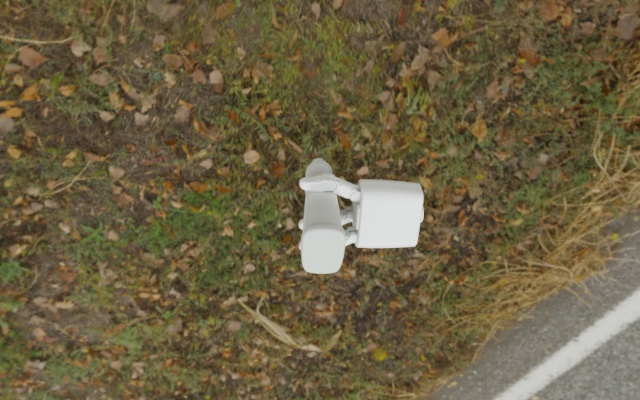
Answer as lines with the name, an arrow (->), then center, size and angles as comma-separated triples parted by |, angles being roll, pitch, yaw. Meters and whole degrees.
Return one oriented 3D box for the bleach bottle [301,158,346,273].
bleach bottle -> 0.000, 0.003, 0.828 | 0.068, 0.103, 0.250 | 2, 40, -4
